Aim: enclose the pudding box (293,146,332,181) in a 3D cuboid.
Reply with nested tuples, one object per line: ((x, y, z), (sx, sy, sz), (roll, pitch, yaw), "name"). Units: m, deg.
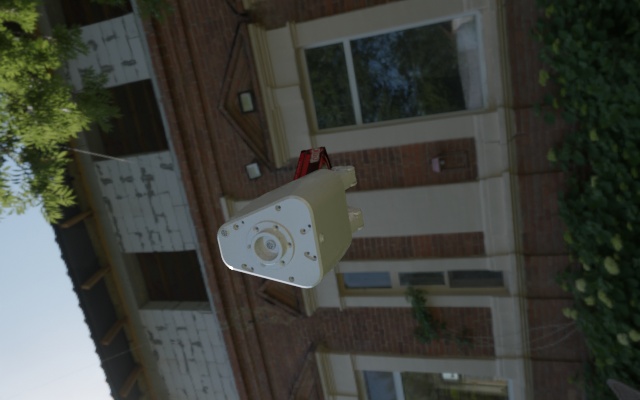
((0.000, 0.002, 0.613), (0.039, 0.114, 0.090), (-6, 41, 16), "pudding box")
